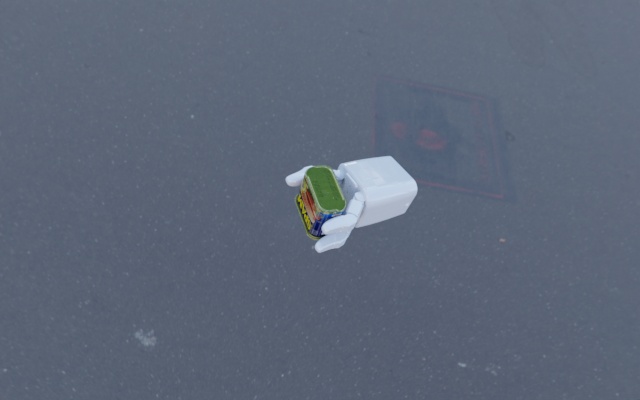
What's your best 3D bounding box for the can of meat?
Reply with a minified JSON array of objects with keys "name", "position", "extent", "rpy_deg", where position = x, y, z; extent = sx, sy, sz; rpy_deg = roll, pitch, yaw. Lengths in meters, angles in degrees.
[{"name":"can of meat","position":[0.000,0.002,0.816],"extent":[0.057,0.102,0.084],"rpy_deg":[-9,-32,-21]}]
